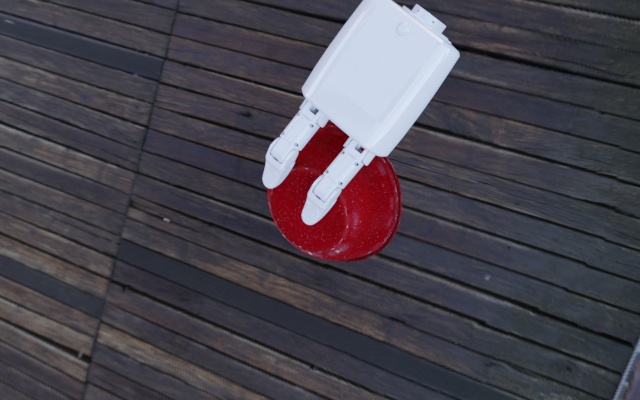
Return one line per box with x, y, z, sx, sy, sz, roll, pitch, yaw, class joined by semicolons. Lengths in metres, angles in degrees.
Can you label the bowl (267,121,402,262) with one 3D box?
0.000;0.003;0.499;0.162;0.162;0.055;0;20;32;bowl
